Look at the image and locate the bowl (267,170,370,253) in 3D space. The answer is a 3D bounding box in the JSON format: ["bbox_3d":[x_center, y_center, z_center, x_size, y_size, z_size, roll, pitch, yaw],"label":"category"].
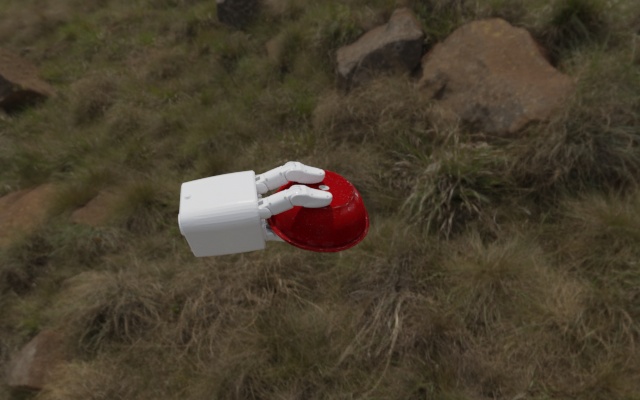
[{"bbox_3d":[0.001,0.002,0.716,0.162,0.055,0.162,7,39,-5],"label":"bowl"}]
